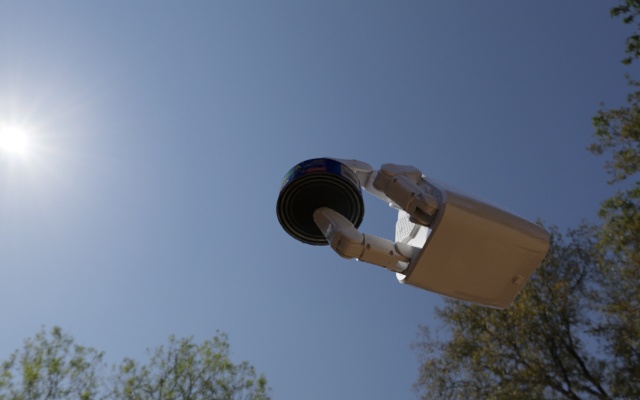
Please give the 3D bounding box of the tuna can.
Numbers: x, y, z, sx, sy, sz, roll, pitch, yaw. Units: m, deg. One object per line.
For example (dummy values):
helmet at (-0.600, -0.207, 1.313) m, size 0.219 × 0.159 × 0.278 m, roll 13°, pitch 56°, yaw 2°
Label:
tuna can at (0.000, 0.001, 0.474) m, size 0.086 × 0.086 × 0.033 m, roll 0°, pitch 33°, yaw 1°
